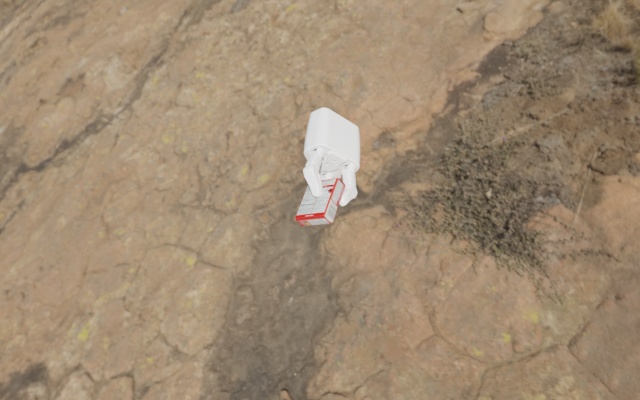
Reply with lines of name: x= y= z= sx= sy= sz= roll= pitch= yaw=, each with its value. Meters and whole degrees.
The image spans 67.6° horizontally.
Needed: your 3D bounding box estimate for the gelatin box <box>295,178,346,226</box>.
gelatin box: x=0.000 y=0.003 z=0.892 sx=0.073 sy=0.089 sz=0.030 roll=-7 pitch=-40 yaw=39
